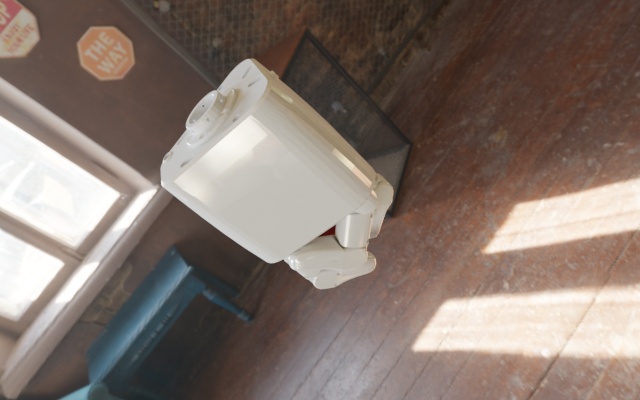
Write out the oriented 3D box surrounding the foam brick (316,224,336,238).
[{"bbox_3d":[0.000,0.001,0.428,0.051,0.053,0.078,39,10,-32],"label":"foam brick"}]
